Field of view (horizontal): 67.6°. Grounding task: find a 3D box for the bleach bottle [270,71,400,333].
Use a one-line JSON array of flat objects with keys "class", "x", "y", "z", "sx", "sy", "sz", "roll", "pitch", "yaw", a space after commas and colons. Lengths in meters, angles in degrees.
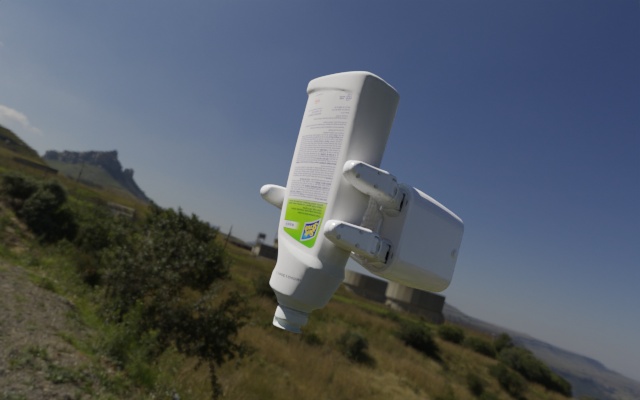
[{"class": "bleach bottle", "x": 0.000, "y": 0.002, "z": 0.474, "sx": 0.068, "sy": 0.251, "sz": 0.102, "roll": 24, "pitch": -11, "yaw": -38}]
